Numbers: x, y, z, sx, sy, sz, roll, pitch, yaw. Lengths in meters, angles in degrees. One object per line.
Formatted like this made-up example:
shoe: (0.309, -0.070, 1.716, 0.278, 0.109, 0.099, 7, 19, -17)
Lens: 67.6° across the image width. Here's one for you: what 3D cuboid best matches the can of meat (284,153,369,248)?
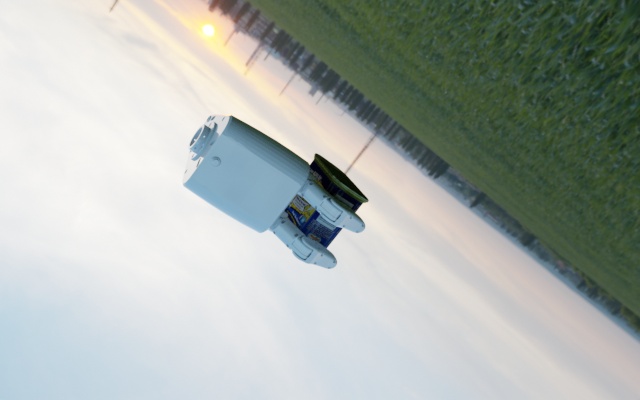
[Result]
can of meat: (0.000, 0.002, 0.587, 0.057, 0.084, 0.102, 32, 12, -30)
